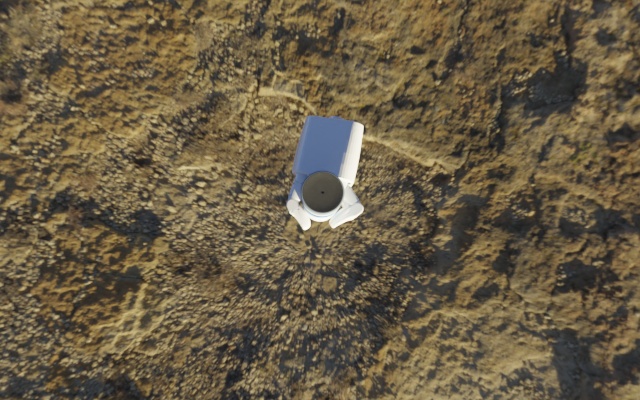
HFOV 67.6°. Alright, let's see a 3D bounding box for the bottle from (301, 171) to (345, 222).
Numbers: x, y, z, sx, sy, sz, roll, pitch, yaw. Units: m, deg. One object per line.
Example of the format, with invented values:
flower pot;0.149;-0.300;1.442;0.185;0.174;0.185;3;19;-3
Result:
bottle;0.000;0.003;0.861;0.069;0.069;0.296;0;-6;-1
